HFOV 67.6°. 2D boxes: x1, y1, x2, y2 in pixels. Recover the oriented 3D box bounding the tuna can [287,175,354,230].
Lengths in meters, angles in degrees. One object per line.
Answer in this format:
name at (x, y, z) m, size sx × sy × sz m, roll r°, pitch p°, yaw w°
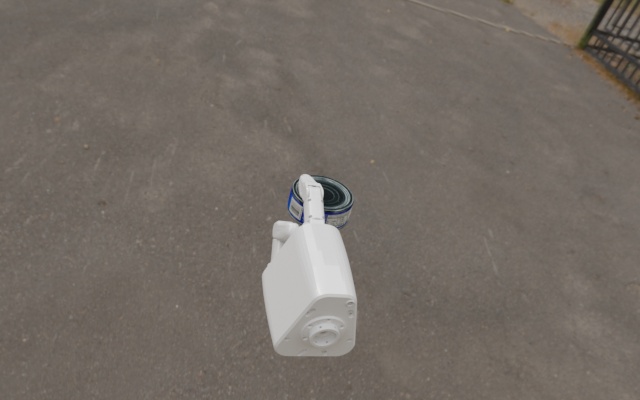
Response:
tuna can at (0.000, 0.002, 0.635) m, size 0.086 × 0.034 × 0.086 m, roll 10°, pitch 34°, yaw -7°
